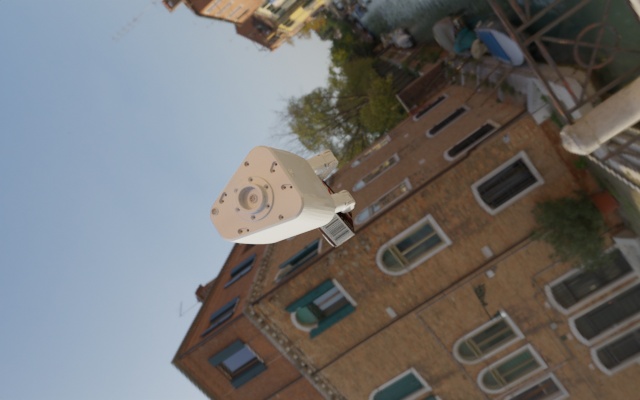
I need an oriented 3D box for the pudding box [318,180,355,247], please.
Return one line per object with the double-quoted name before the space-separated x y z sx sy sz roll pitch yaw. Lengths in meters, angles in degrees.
"pudding box" 0.000 0.002 0.685 0.039 0.113 0.090 -36 15 12
